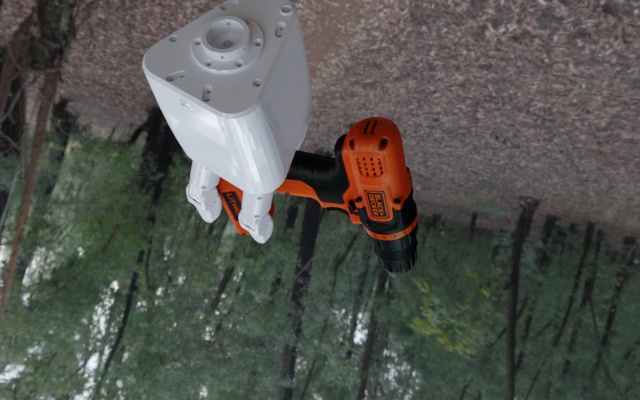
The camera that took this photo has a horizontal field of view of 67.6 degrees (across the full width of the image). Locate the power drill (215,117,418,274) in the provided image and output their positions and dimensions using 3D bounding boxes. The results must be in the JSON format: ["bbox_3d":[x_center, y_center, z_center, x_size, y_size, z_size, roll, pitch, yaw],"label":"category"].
[{"bbox_3d":[0.000,0.001,0.468,0.187,0.185,0.057,2,44,21],"label":"power drill"}]
